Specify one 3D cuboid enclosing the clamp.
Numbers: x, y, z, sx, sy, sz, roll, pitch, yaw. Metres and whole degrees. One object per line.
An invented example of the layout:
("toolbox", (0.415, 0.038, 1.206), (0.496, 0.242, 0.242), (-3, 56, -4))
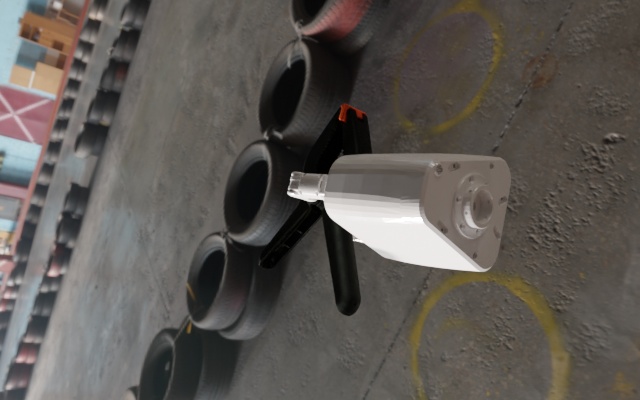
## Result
("clamp", (0.000, 0.001, 0.515), (0.036, 0.210, 0.164), (16, -7, -40))
